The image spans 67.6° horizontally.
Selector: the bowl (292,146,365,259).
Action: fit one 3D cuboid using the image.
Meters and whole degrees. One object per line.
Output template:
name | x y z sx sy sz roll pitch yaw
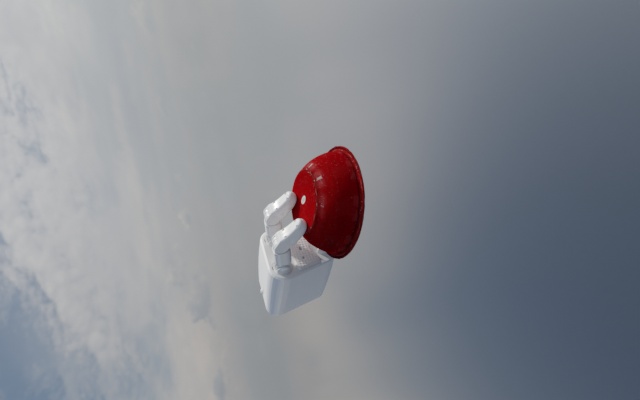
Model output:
bowl | 0.000 0.001 0.673 0.055 0.162 0.162 1 -1 -25
